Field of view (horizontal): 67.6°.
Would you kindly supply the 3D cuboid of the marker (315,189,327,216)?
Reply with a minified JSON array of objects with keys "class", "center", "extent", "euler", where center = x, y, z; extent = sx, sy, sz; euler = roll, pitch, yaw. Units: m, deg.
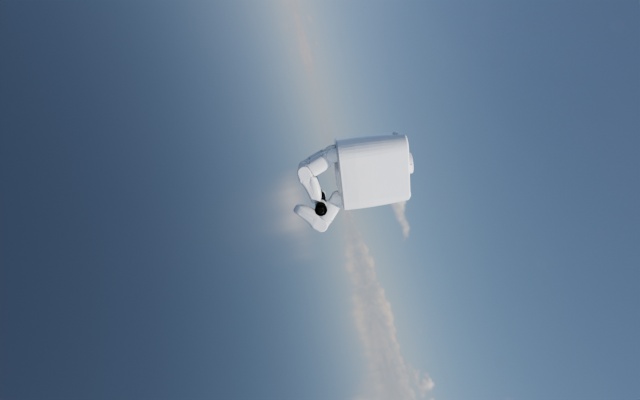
[{"class":"marker","center":[0.000,0.002,0.750],"extent":[0.020,0.020,0.121],"euler":[0,12,-1]}]
